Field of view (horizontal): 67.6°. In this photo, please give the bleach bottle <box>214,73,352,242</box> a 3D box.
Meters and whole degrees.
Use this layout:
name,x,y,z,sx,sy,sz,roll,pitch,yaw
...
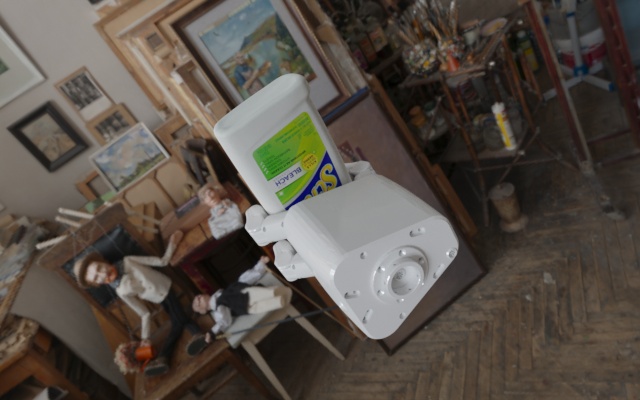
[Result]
name,x,y,z,sx,sy,sz,roll,pitch,yaw
bleach bottle,0.000,0.002,0.501,0.102,0.251,0.068,-37,29,-7
